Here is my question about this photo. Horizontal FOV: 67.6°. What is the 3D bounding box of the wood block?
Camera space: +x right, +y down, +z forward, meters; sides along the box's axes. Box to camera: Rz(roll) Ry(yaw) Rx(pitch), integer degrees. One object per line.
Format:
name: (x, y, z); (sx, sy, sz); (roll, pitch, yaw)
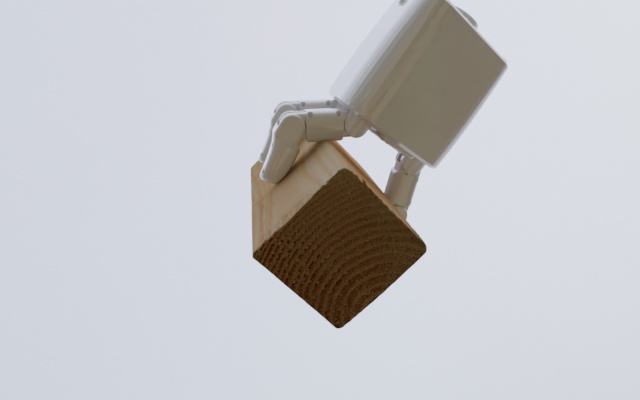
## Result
wood block: (0.001, 0.001, 0.417); (0.091, 0.090, 0.206); (43, 9, -19)
